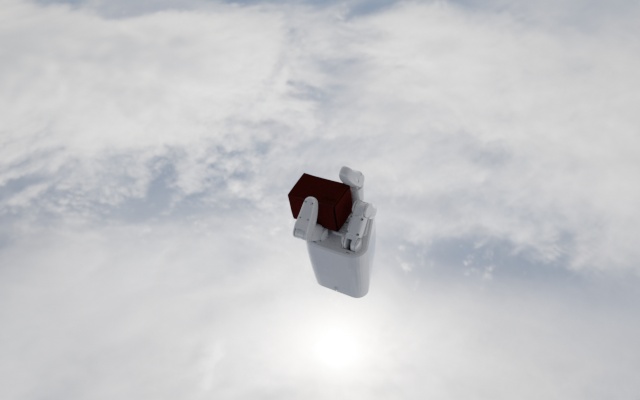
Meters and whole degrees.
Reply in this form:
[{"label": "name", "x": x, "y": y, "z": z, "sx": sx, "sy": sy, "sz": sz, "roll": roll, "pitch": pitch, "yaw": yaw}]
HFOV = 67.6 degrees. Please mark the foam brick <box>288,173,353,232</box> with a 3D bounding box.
[{"label": "foam brick", "x": 0.000, "y": 0.002, "z": 0.695, "sx": 0.078, "sy": 0.051, "sz": 0.053, "roll": 16, "pitch": 49, "yaw": 25}]
